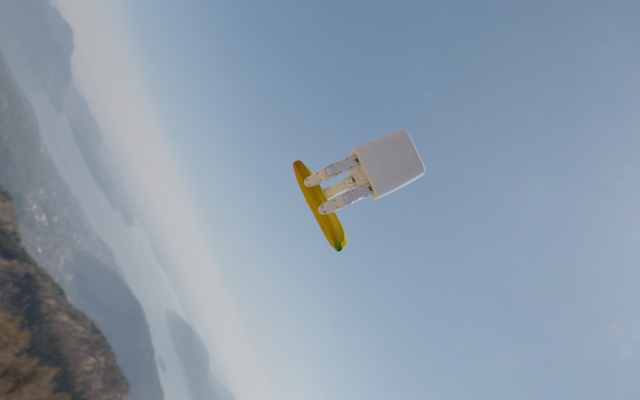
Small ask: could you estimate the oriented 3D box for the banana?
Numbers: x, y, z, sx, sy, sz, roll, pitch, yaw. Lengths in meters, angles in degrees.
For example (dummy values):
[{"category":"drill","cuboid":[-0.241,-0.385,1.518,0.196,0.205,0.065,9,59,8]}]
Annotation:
[{"category":"banana","cuboid":[0.003,0.014,0.857,0.037,0.197,0.070,-25,-27,-7]}]
